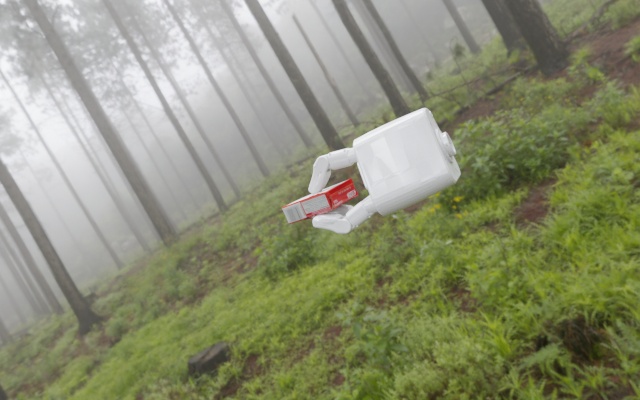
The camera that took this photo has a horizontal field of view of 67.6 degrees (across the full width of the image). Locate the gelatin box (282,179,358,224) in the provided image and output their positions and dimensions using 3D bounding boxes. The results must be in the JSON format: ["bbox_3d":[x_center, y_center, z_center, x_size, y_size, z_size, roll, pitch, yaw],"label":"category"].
[{"bbox_3d":[0.000,0.002,0.702,0.089,0.030,0.073,-19,5,37],"label":"gelatin box"}]
